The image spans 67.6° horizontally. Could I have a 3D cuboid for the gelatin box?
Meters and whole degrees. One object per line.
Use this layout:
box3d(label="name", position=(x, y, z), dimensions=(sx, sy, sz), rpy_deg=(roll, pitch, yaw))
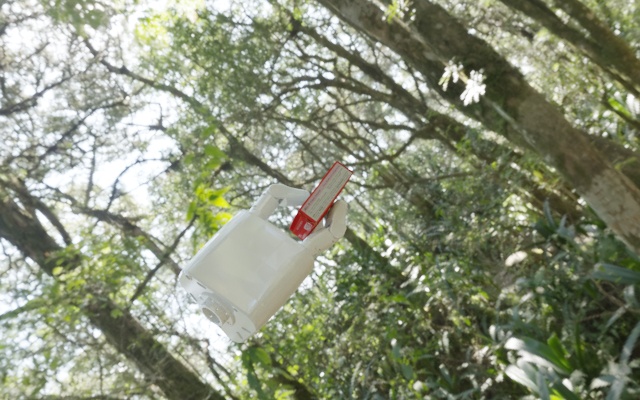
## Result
box3d(label="gelatin box", position=(0.000, 0.001, 0.607), dimensions=(0.030, 0.089, 0.073), rpy_deg=(35, -24, 1))
